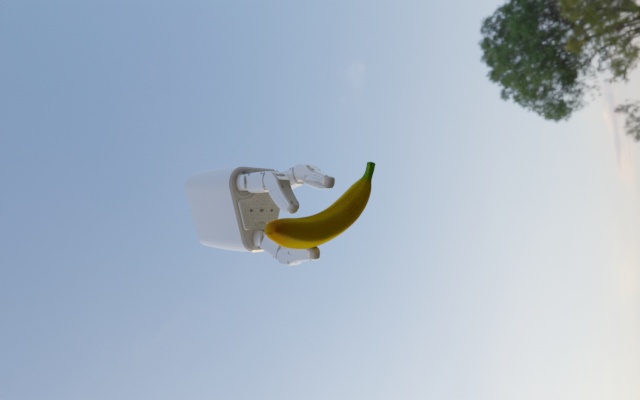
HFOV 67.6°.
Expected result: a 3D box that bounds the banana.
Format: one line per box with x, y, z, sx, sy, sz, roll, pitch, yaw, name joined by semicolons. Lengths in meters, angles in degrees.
0.006;0.017;0.577;0.037;0.070;0.197;6;29;39;banana
